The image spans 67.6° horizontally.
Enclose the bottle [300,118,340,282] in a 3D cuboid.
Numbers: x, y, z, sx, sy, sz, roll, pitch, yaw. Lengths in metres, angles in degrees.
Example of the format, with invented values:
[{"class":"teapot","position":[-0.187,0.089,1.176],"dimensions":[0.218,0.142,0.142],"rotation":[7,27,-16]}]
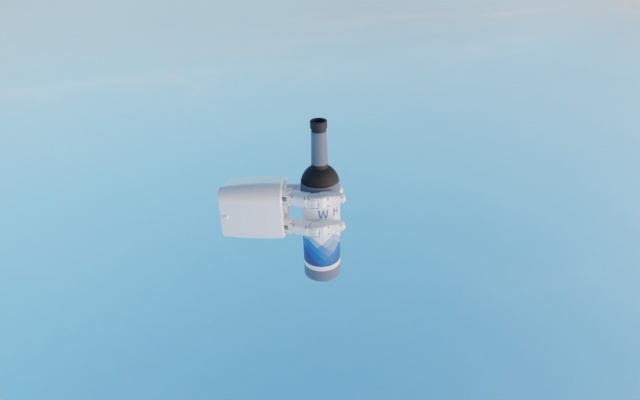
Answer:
[{"class":"bottle","position":[0.000,0.003,0.820],"dimensions":[0.069,0.296,0.069],"rotation":[-1,29,1]}]
